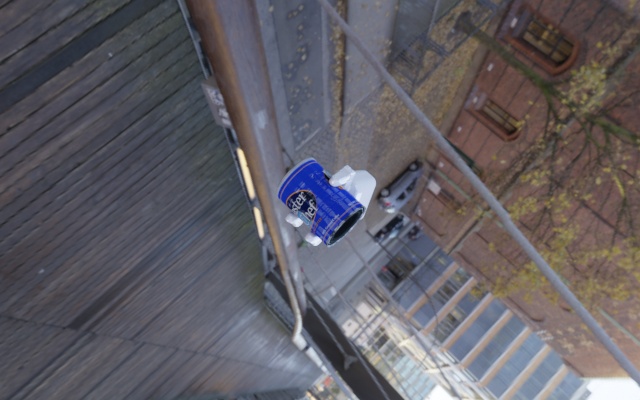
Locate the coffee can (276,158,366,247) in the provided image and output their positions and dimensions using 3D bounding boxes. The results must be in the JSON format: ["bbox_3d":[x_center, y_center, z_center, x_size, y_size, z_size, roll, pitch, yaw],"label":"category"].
[{"bbox_3d":[0.000,0.003,0.896,0.140,0.103,0.103,44,14,16],"label":"coffee can"}]
